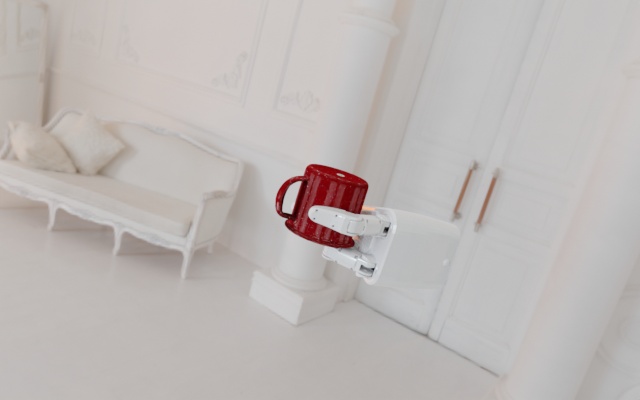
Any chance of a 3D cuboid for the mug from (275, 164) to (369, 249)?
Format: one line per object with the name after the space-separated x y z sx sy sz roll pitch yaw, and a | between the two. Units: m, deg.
-0.001 0.001 0.588 0.117 0.081 0.093 11 13 -26 | mug
